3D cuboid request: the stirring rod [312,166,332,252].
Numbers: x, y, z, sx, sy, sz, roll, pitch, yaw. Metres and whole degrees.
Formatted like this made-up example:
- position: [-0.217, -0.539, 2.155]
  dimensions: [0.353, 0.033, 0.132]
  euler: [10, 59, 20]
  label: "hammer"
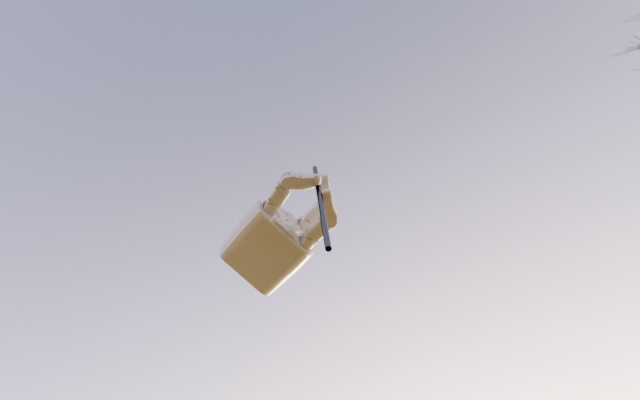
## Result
- position: [0.000, 0.002, 0.661]
  dimensions: [0.011, 0.011, 0.239]
  euler: [0, 27, -5]
  label: "stirring rod"
